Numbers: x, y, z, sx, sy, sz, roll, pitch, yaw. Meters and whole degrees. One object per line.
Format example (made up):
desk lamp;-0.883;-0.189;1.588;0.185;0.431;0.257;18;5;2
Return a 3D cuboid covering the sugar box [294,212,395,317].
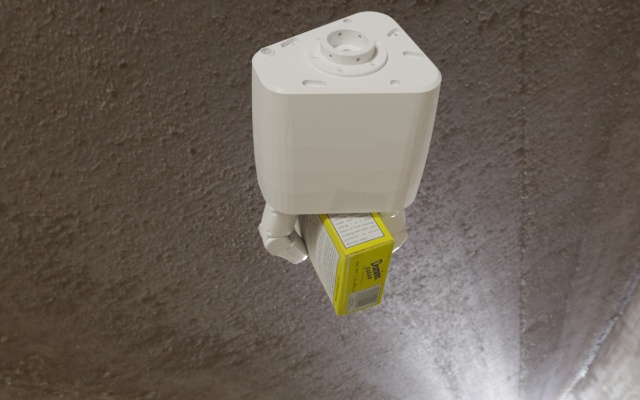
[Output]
sugar box;0.001;0.001;0.413;0.048;0.176;0.093;-15;-38;-15
